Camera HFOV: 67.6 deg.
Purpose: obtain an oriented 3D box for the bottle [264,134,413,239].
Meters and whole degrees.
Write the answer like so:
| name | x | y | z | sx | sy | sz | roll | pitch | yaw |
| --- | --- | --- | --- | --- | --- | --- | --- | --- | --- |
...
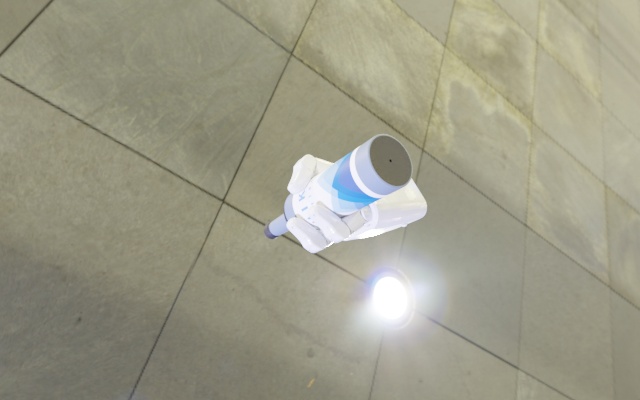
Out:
| name | x | y | z | sx | sy | sz | roll | pitch | yaw |
| --- | --- | --- | --- | --- | --- | --- | --- | --- | --- |
| bottle | 0.000 | 0.002 | 0.652 | 0.069 | 0.069 | 0.296 | 0 | -19 | -35 |
